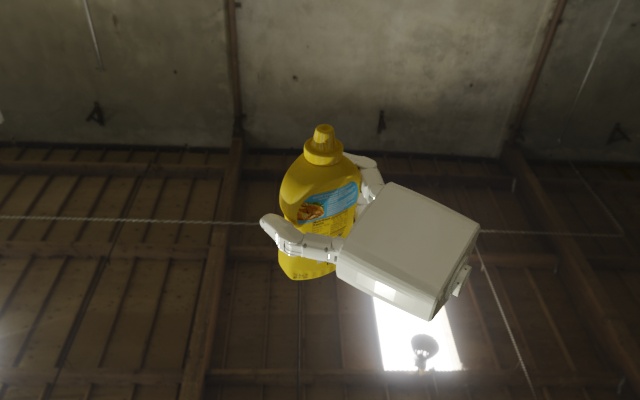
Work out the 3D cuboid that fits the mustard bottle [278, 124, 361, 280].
[{"bbox_3d":[0.000,0.002,0.540,0.096,0.192,0.058,-19,44,-25],"label":"mustard bottle"}]
